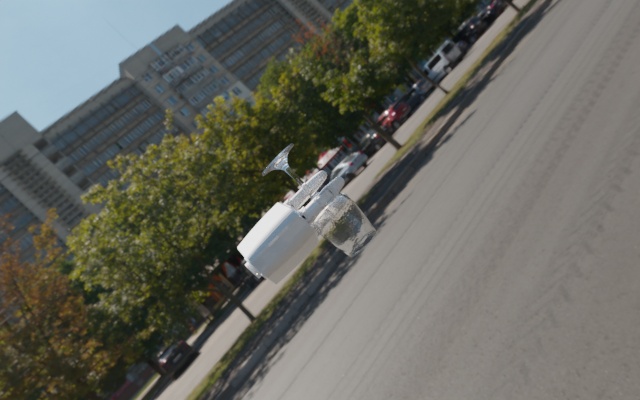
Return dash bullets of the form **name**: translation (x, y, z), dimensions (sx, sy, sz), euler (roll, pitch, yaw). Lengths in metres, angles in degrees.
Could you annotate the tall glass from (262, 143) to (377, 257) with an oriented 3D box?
- **tall glass**: translation (0.000, 0.002, 0.785), dimensions (0.201, 0.079, 0.079), euler (44, -2, -2)
